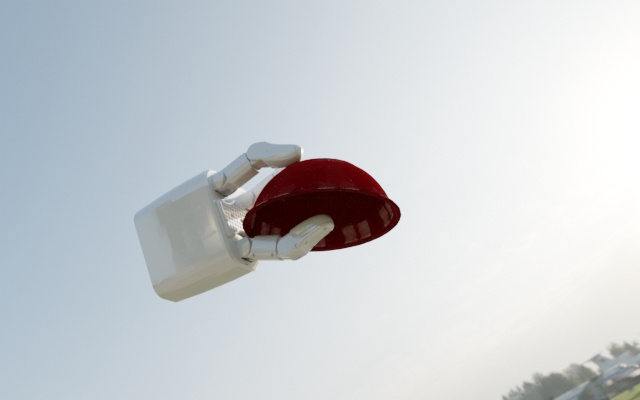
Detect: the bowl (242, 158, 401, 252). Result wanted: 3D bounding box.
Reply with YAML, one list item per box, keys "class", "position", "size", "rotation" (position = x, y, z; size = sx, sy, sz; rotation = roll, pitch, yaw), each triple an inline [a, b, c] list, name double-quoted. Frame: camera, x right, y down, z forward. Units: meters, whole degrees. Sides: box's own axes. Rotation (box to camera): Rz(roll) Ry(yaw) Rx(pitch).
- class: "bowl"
  position: [0.001, 0.001, 0.499]
  size: [0.162, 0.055, 0.162]
  rotation: [-3, -26, -2]
